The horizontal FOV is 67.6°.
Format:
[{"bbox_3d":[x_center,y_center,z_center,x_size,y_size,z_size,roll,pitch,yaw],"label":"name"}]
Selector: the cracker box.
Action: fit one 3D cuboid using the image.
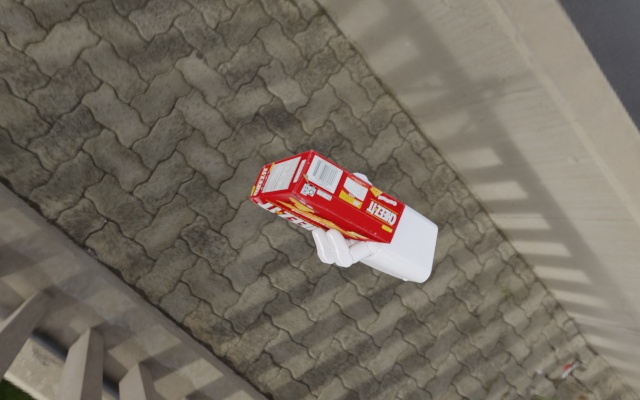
[{"bbox_3d":[0.000,0.002,0.733,0.164,0.072,0.214,28,-13,-20],"label":"cracker box"}]
